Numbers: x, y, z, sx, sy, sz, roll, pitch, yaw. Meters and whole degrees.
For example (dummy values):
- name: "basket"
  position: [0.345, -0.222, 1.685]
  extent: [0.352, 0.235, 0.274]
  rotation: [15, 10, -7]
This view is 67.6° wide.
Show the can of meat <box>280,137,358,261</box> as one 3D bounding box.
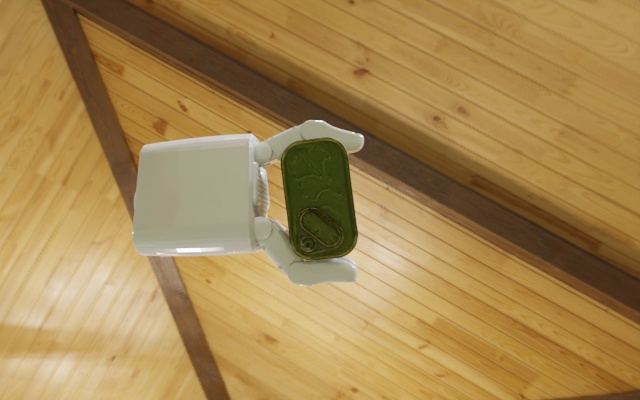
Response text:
- name: "can of meat"
  position: [0.000, 0.001, 0.437]
  extent: [0.057, 0.102, 0.084]
  rotation: [-7, -4, 1]
